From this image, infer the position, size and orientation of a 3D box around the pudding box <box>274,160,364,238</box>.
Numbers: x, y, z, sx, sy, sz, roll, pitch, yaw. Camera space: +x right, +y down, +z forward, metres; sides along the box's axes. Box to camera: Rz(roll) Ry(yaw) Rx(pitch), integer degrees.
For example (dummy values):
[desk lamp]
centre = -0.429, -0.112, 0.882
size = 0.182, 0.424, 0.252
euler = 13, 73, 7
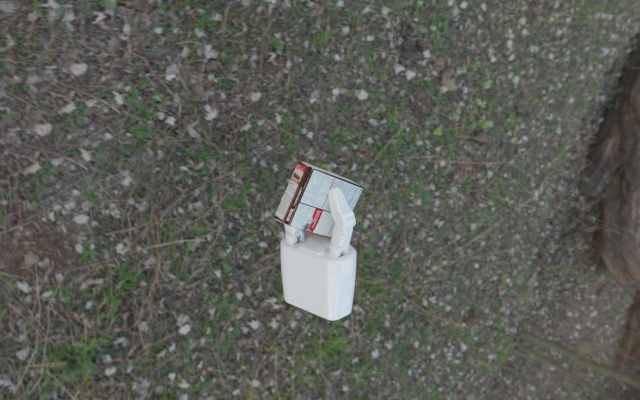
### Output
[pudding box]
centre = 0.000, 0.002, 0.685
size = 0.113, 0.090, 0.039
euler = 18, 7, -45
